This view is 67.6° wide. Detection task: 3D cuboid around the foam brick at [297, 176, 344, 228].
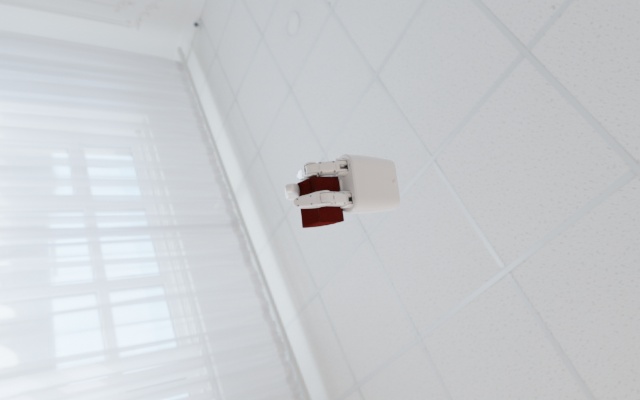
[{"bbox_3d":[0.000,0.003,0.787,0.051,0.078,0.053,0,-11,-37],"label":"foam brick"}]
